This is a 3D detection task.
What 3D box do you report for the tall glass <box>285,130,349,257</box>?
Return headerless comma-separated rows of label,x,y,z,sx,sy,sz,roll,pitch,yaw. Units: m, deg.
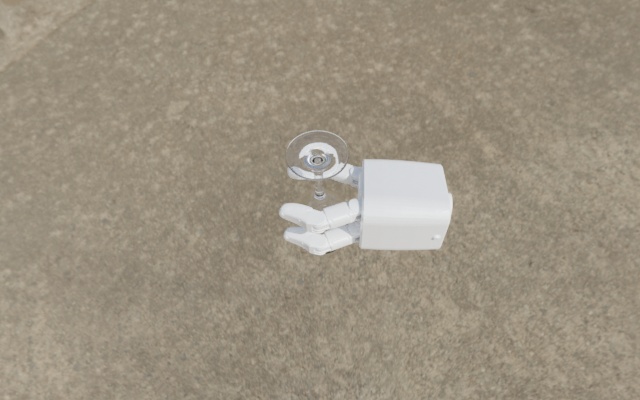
tall glass,0.000,0.002,0.634,0.079,0.079,0.201,0,-34,2
